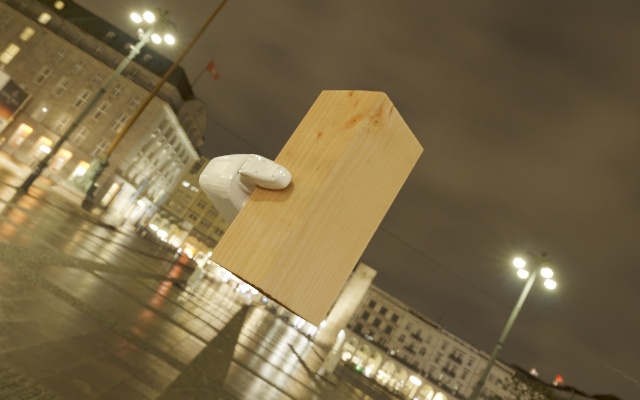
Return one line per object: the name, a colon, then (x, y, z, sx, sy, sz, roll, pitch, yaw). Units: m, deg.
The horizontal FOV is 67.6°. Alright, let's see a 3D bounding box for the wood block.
wood block: (0.000, 0.001, 0.464, 0.090, 0.206, 0.091, 17, -21, 47)
